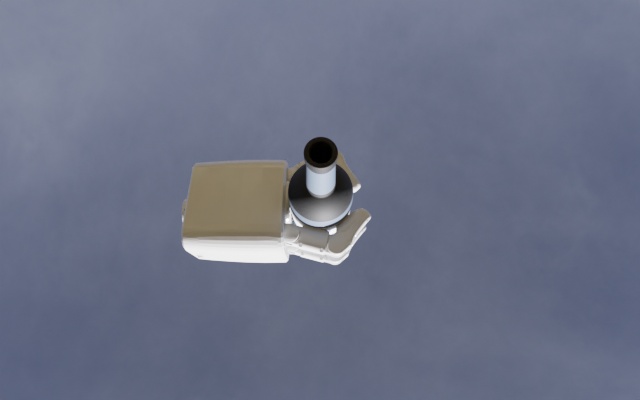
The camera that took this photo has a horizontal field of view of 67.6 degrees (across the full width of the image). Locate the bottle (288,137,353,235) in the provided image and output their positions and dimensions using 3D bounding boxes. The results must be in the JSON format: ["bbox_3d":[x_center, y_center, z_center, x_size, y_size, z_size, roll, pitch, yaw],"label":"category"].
[{"bbox_3d":[0.000,0.002,0.519,0.069,0.069,0.296,0,-16,0],"label":"bottle"}]
